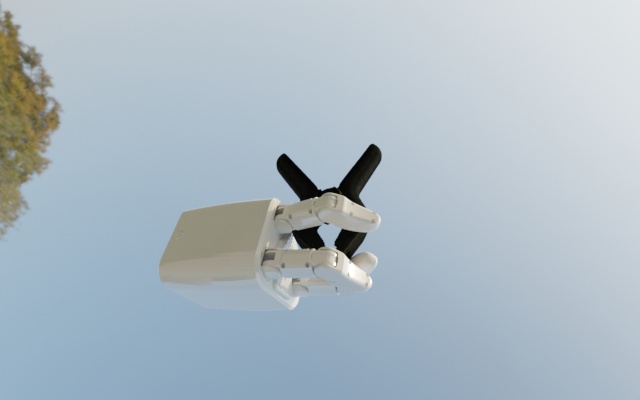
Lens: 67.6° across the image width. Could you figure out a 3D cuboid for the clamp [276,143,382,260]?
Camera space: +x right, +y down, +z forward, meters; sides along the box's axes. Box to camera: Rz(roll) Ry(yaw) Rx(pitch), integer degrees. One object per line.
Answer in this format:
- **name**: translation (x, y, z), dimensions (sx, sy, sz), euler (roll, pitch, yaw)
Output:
- **clamp**: translation (0.000, 0.002, 0.505), dimensions (0.120, 0.171, 0.039), euler (-3, -45, 16)
